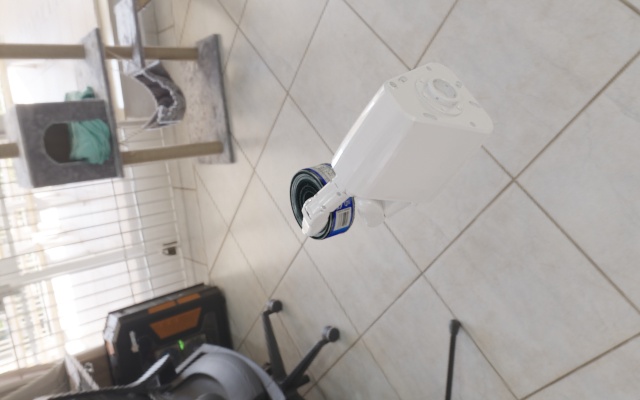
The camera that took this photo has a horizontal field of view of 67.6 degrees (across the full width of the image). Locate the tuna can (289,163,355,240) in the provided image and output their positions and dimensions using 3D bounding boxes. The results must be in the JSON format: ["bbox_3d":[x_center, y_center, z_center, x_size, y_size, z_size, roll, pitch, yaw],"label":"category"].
[{"bbox_3d":[0.000,0.002,0.551,0.034,0.086,0.086,-16,9,-33],"label":"tuna can"}]
